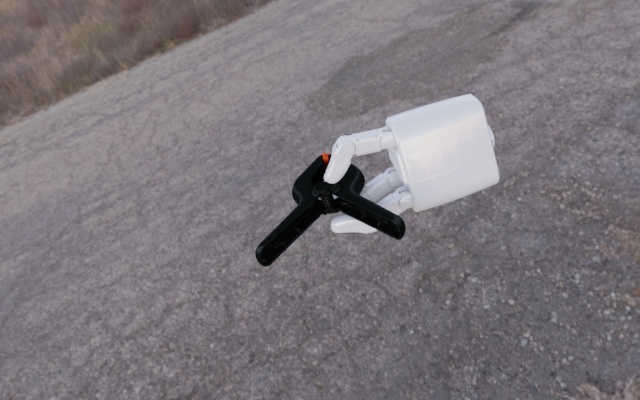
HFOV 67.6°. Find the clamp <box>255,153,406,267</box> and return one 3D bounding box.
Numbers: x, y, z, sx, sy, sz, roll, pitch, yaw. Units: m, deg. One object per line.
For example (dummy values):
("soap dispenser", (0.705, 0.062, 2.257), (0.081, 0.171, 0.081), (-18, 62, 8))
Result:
("clamp", (0.000, 0.001, 0.585), (0.164, 0.036, 0.209), (-15, 31, 2))
